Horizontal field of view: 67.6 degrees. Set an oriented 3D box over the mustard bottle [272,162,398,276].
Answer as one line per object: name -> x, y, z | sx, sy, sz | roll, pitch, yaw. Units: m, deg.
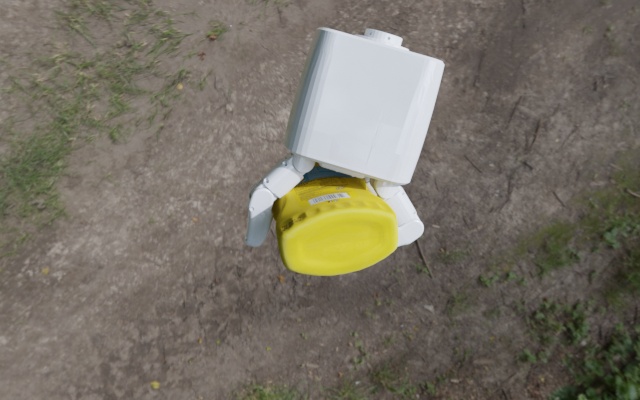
mustard bottle -> 0.000, 0.002, 0.454 | 0.096, 0.058, 0.191 | -12, 21, -6
